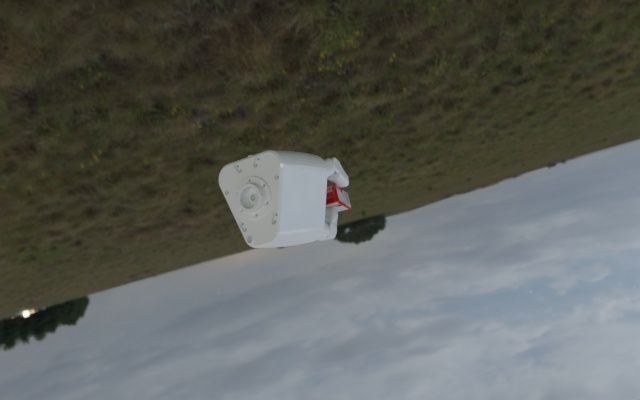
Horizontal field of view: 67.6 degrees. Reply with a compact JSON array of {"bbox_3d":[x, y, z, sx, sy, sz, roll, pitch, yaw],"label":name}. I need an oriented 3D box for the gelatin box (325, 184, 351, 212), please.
[{"bbox_3d":[0.000,0.003,0.720,0.073,0.030,0.089,-15,-12,13],"label":"gelatin box"}]
